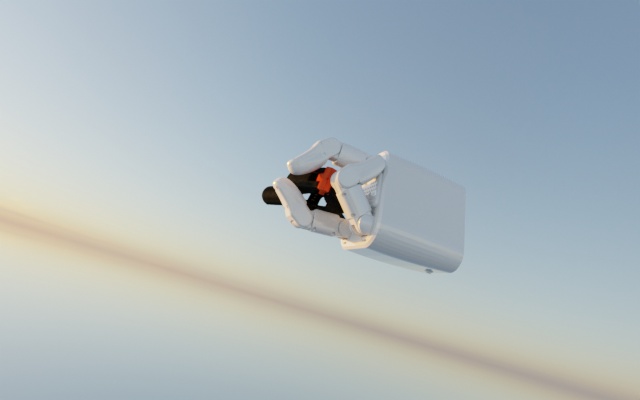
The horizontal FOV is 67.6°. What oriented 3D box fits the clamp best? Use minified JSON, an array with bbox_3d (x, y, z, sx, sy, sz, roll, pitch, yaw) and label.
[{"bbox_3d":[0.000,0.001,0.576,0.120,0.039,0.171,20,-13,-15],"label":"clamp"}]
